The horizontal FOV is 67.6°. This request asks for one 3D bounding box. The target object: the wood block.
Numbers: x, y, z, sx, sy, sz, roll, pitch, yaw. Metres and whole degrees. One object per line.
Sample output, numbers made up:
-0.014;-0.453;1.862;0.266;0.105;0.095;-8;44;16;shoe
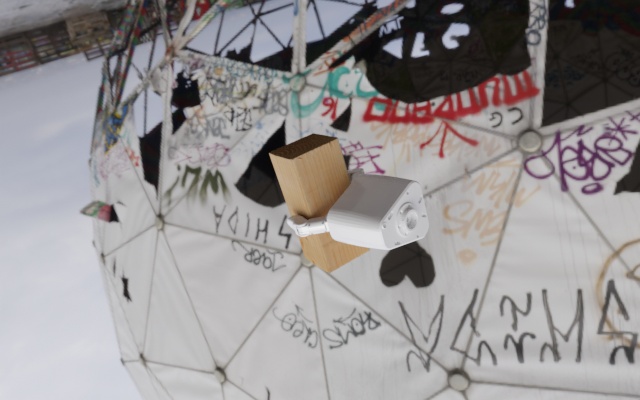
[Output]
0.000;0.003;0.800;0.091;0.206;0.090;-26;23;-22;wood block
